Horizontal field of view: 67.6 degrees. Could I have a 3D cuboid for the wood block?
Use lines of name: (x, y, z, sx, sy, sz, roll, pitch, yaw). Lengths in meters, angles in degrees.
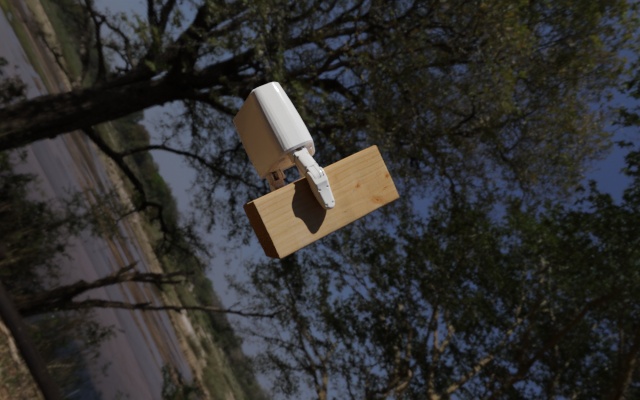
wood block: (0.000, 0.002, 0.723, 0.206, 0.090, 0.091, -26, 4, -18)
